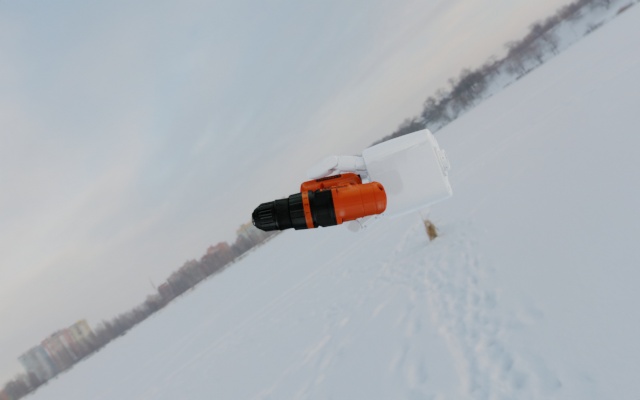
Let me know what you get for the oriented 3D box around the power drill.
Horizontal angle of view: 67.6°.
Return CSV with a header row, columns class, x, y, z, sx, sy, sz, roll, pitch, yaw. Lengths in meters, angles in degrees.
class,x,y,z,sx,sy,sz,roll,pitch,yaw
power drill,0.000,0.002,0.712,0.184,0.057,0.187,-8,9,3
